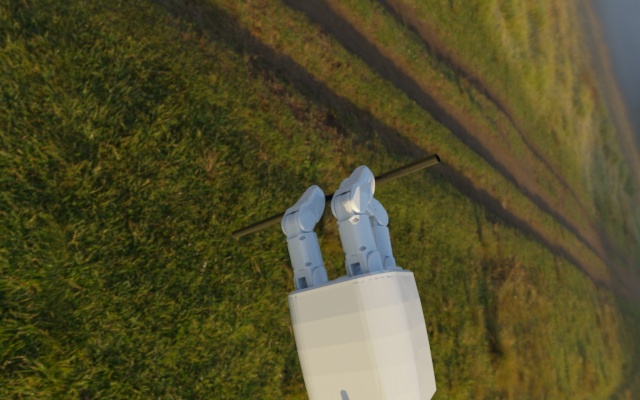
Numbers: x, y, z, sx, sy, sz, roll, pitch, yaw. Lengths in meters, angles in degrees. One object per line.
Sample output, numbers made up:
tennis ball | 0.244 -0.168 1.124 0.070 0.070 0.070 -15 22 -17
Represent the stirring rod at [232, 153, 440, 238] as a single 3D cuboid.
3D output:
stirring rod | 0.000 0.002 0.445 0.239 0.011 0.011 -21 -12 35
